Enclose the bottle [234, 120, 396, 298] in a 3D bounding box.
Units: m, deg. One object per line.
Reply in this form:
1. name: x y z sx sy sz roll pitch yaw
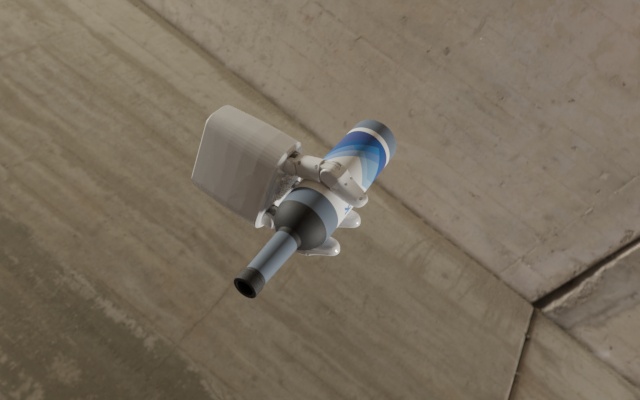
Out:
1. bottle: 0.000 0.002 0.556 0.069 0.069 0.295 0 34 37
